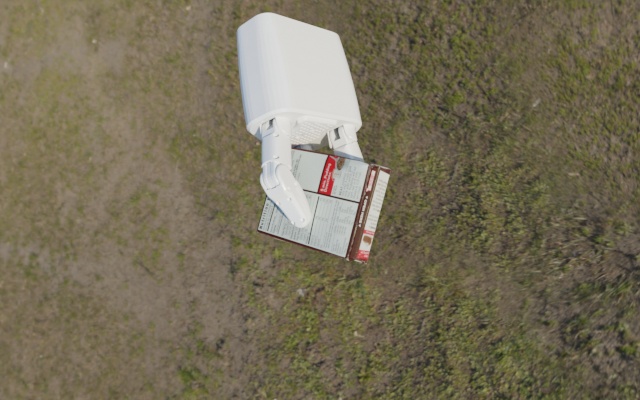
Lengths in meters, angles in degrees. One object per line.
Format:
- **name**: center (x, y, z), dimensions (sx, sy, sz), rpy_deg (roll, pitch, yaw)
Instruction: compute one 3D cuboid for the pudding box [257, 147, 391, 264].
- **pudding box**: center (0.000, 0.001, 0.447), dimensions (0.113, 0.090, 0.039), rpy_deg (14, 0, 37)
